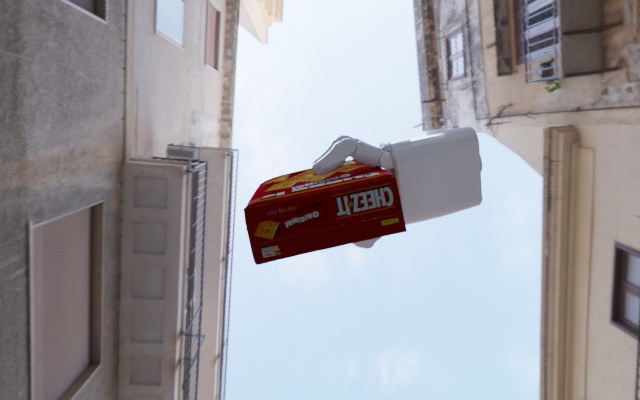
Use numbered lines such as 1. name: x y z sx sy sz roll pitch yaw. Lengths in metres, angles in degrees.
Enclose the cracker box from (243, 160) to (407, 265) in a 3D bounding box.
1. cracker box: 0.000 0.002 0.594 0.164 0.072 0.213 -13 9 0
